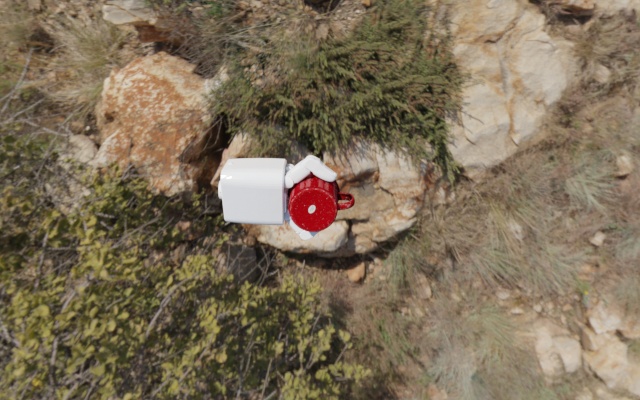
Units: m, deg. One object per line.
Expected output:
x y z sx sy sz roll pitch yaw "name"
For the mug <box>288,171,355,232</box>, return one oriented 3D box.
0.002 0.003 0.814 0.117 0.093 0.081 2 21 -1 "mug"
